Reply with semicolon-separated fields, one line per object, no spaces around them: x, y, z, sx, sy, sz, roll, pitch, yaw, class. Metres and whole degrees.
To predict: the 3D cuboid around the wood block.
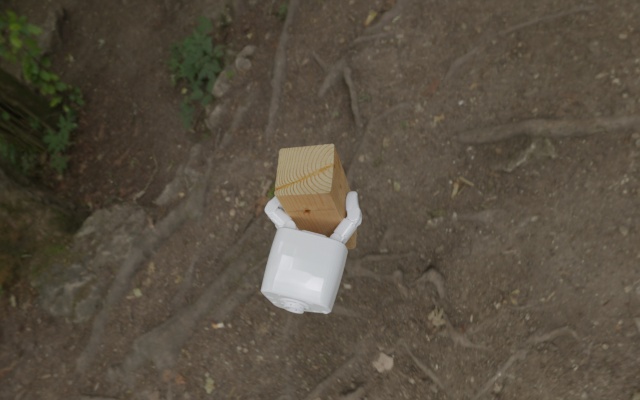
0.000;0.003;0.812;0.091;0.090;0.206;-3;-30;14;wood block
